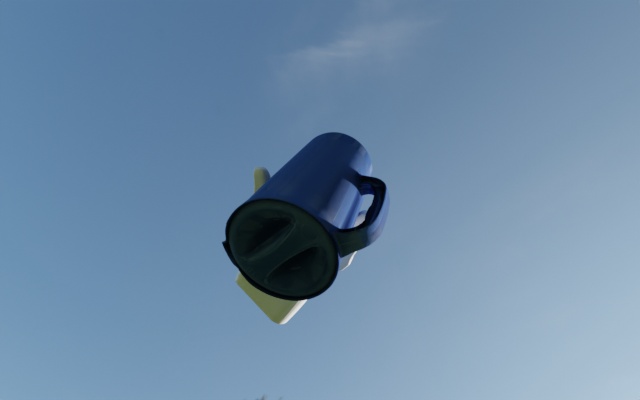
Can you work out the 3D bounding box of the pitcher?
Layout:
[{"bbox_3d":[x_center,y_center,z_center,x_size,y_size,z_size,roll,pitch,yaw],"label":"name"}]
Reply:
[{"bbox_3d":[0.000,0.002,0.606,0.149,0.145,0.242,31,35,1],"label":"pitcher"}]
